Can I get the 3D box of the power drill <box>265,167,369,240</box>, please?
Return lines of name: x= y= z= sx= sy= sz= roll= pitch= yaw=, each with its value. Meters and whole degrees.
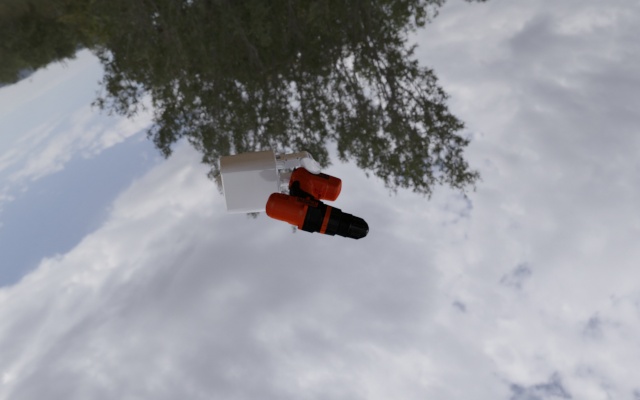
power drill: x=0.000 y=0.003 z=0.893 sx=0.184 sy=0.057 sz=0.187 roll=17 pitch=21 yaw=-3
